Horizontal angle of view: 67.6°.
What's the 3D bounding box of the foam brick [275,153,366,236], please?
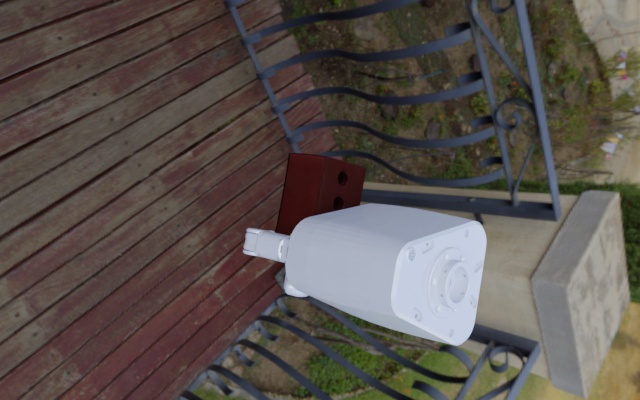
[{"bbox_3d":[0.000,0.001,0.422,0.053,0.078,0.051,11,-3,-41],"label":"foam brick"}]
